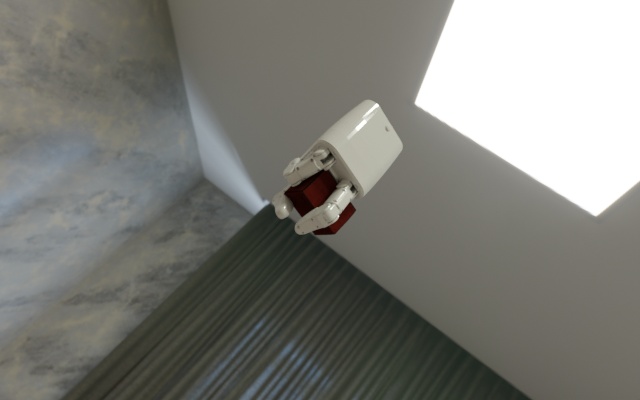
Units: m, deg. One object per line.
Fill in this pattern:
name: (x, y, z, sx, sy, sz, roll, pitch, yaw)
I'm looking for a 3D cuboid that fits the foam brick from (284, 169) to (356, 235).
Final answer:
foam brick: (0.000, 0.002, 0.650, 0.051, 0.078, 0.053, -46, 22, -27)
